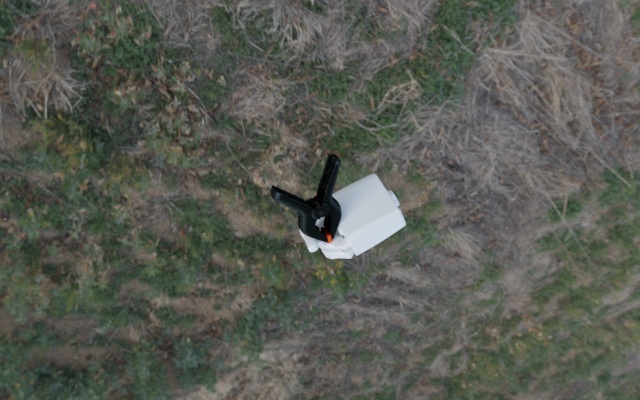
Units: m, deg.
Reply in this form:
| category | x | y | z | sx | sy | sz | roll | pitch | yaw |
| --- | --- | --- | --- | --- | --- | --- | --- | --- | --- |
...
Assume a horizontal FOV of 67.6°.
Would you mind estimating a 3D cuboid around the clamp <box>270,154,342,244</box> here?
| category | x | y | z | sx | sy | sz | roll | pitch | yaw |
| --- | --- | --- | --- | --- | --- | --- | --- | --- | --- |
| clamp | 0.000 | 0.003 | 0.784 | 0.120 | 0.039 | 0.172 | -31 | -41 | -1 |
